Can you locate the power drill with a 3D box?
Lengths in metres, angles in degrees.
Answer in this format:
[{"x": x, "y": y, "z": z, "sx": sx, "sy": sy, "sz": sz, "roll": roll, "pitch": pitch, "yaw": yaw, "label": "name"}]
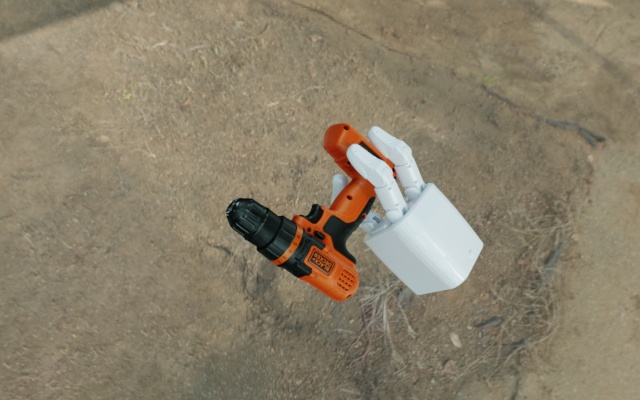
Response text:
[{"x": 0.001, "y": 0.002, "z": 0.574, "sx": 0.184, "sy": 0.187, "sz": 0.057, "roll": 39, "pitch": -21, "yaw": -24, "label": "power drill"}]
